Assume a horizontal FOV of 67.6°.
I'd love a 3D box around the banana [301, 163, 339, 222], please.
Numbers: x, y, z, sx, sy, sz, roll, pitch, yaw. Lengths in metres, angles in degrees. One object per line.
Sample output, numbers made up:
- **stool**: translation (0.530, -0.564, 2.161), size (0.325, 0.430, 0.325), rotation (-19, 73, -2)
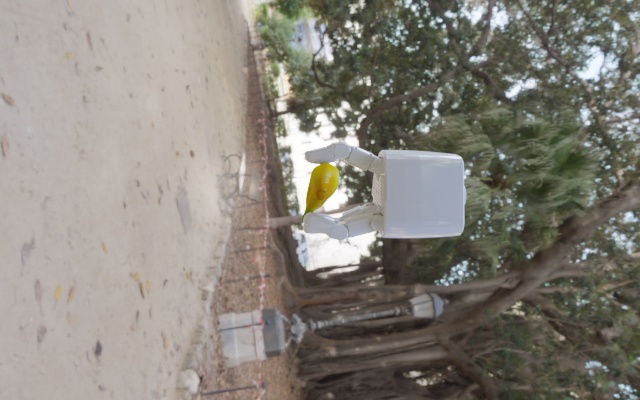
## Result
- **banana**: translation (0.002, -0.015, 0.627), size (0.037, 0.069, 0.198), rotation (9, -12, -3)
